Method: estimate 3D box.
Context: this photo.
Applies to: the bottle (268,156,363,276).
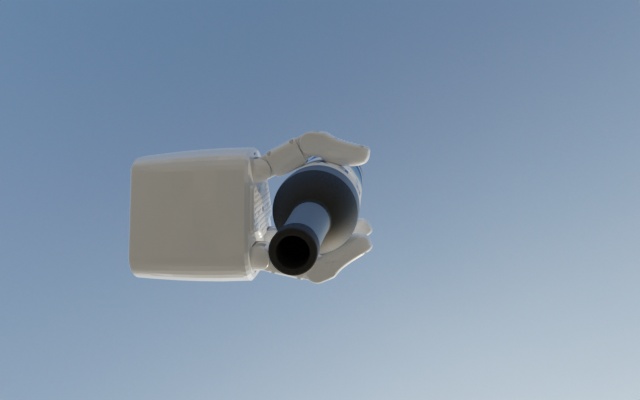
[{"bbox_3d":[0.000,0.001,0.402,0.069,0.069,0.295,0,11,6],"label":"bottle"}]
